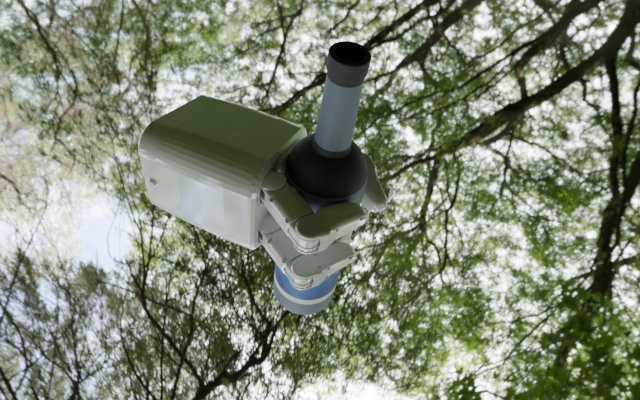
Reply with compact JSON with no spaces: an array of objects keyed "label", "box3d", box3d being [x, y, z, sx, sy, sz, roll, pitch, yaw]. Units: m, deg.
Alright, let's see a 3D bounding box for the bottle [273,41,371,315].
[{"label":"bottle","box3d":[0.000,0.002,0.410,0.069,0.069,0.296,0,-39,-9]}]
